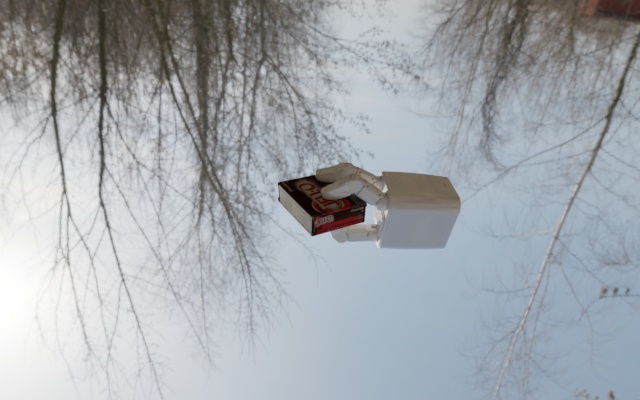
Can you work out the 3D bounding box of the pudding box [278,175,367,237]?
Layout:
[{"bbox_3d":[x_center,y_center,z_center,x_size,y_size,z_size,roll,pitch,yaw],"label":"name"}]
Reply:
[{"bbox_3d":[0.000,0.002,0.703,0.090,0.039,0.113,-13,31,-28],"label":"pudding box"}]
